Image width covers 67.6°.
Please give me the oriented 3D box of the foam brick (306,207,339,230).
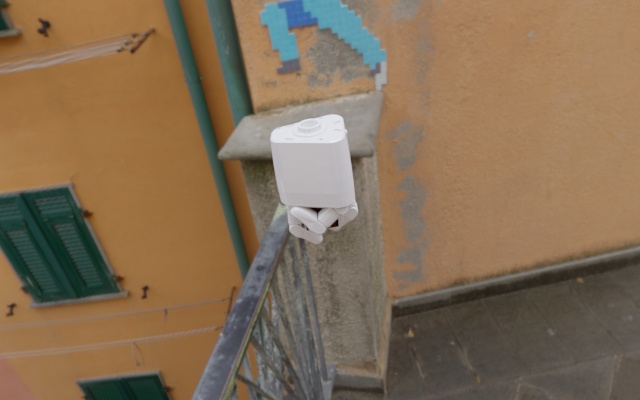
[{"bbox_3d":[0.000,0.002,0.757,0.053,0.051,0.078,-7,32,4],"label":"foam brick"}]
